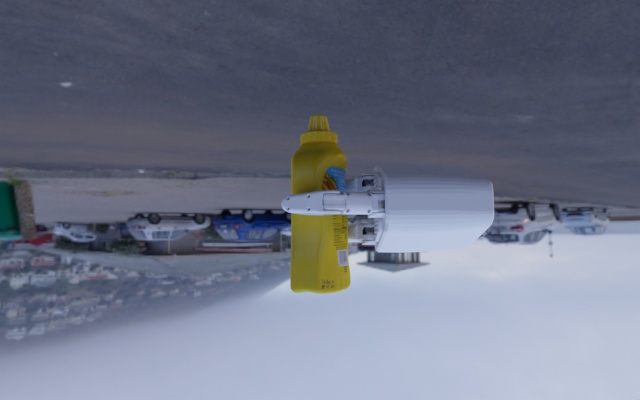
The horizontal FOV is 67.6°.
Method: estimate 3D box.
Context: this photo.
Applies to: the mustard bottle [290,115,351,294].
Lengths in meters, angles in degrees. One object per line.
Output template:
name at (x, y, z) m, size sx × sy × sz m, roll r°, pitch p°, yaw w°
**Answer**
mustard bottle at (0.000, 0.002, 0.522) m, size 0.058 × 0.191 × 0.096 m, roll -3°, pitch -5°, yaw 22°
